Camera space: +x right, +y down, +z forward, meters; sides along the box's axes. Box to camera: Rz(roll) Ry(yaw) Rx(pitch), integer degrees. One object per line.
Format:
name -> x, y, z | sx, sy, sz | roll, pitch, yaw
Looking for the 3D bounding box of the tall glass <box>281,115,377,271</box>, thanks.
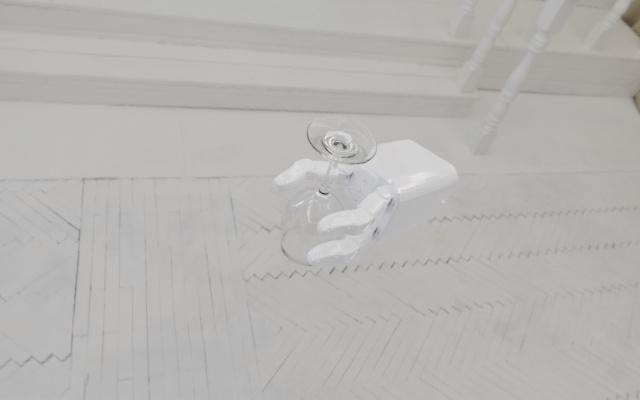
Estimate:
tall glass -> 0.000, 0.001, 0.555 | 0.079, 0.079, 0.201 | 0, -41, -18
